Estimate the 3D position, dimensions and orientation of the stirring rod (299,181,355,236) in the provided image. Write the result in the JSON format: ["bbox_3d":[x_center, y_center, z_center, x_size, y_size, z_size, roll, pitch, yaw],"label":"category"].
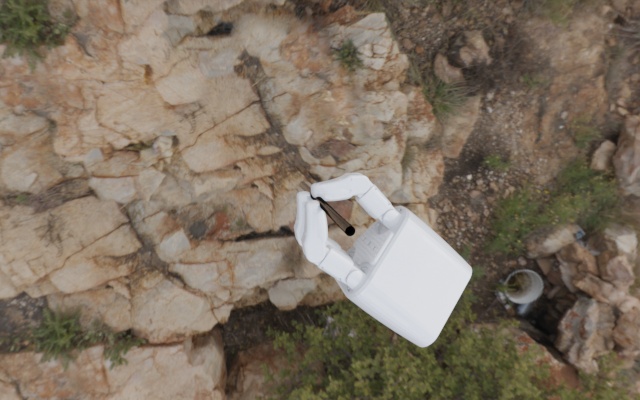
[{"bbox_3d":[0.000,0.002,0.474,0.011,0.011,0.239,0,10,-11],"label":"stirring rod"}]
